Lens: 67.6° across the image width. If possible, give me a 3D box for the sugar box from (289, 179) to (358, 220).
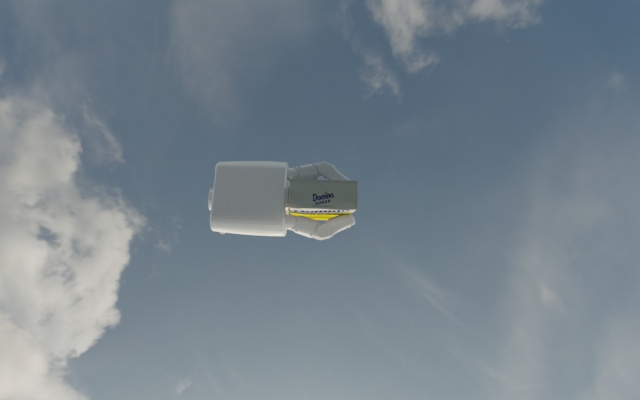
[{"bbox_3d":[0.000,0.003,0.713,0.093,0.048,0.176,1,-4,-2],"label":"sugar box"}]
